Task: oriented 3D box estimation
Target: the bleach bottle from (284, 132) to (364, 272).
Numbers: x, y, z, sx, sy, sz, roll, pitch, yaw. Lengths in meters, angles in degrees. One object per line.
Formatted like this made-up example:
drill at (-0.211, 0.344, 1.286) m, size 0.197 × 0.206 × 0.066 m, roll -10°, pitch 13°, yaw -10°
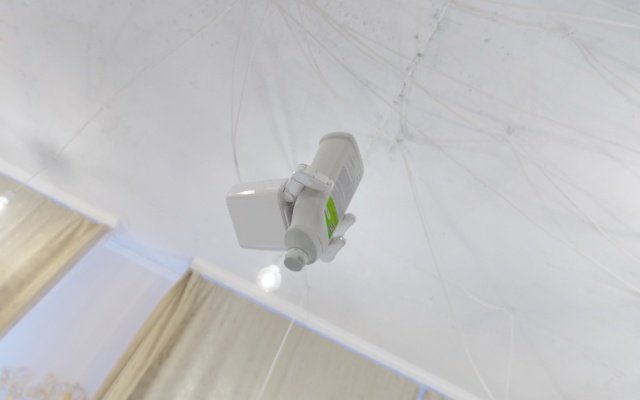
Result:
bleach bottle at (0.000, 0.002, 0.740) m, size 0.068 × 0.103 × 0.250 m, roll -2°, pitch 39°, yaw 27°
